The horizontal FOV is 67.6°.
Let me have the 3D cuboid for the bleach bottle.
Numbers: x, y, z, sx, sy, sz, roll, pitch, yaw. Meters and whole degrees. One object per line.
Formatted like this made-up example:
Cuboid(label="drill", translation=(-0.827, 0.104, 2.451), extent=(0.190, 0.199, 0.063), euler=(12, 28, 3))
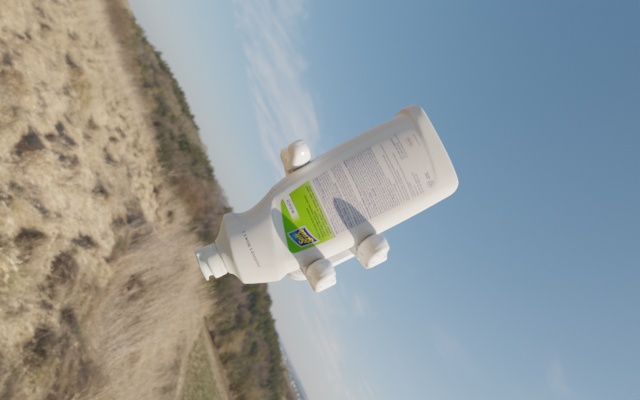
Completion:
Cuboid(label="bleach bottle", translation=(0.000, 0.002, 0.458), extent=(0.251, 0.102, 0.068), euler=(-24, -8, -11))
